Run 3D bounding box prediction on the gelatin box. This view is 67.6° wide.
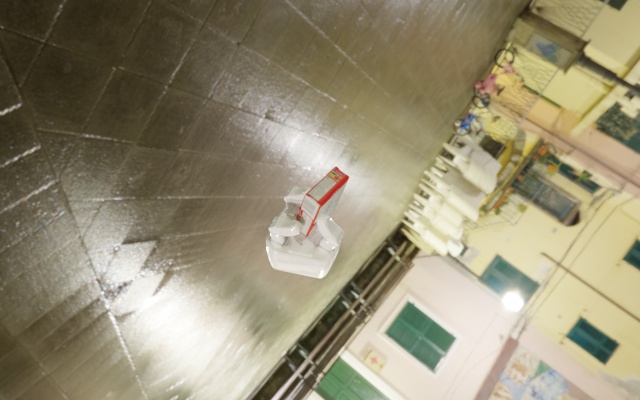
[{"bbox_3d":[0.001,0.002,0.693,0.073,0.030,0.089,-44,-13,-35],"label":"gelatin box"}]
